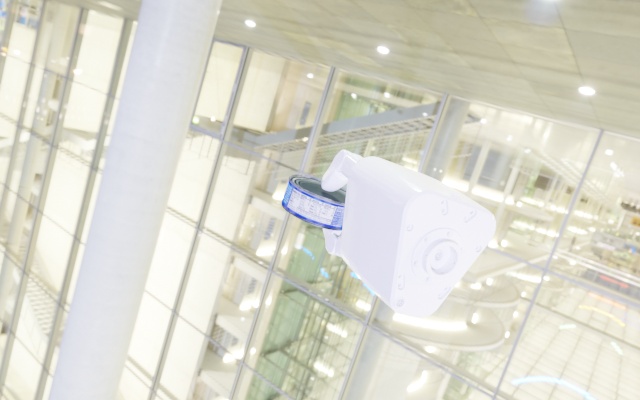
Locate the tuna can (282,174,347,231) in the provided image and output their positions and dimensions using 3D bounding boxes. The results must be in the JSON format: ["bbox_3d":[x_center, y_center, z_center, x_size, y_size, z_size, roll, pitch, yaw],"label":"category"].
[{"bbox_3d":[0.000,0.002,0.541,0.086,0.034,0.086,19,14,-5],"label":"tuna can"}]
